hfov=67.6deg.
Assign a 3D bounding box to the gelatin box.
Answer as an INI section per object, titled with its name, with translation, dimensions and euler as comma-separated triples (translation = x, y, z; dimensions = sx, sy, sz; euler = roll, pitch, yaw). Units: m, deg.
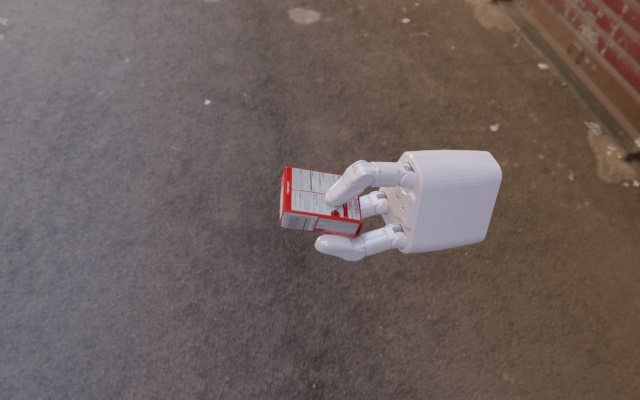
[gelatin box]
translation = 0.000, 0.001, 0.536
dimensions = 0.089, 0.073, 0.030
euler = 9, -46, -11
